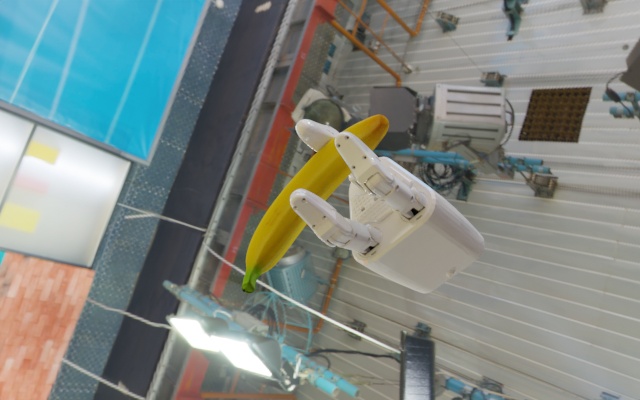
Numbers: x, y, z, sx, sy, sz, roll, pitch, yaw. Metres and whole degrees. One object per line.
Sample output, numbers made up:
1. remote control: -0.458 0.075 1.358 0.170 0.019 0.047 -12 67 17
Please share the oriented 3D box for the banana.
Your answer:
1. banana: -0.010 -0.001 0.448 0.037 0.198 0.069 38 -1 -30
